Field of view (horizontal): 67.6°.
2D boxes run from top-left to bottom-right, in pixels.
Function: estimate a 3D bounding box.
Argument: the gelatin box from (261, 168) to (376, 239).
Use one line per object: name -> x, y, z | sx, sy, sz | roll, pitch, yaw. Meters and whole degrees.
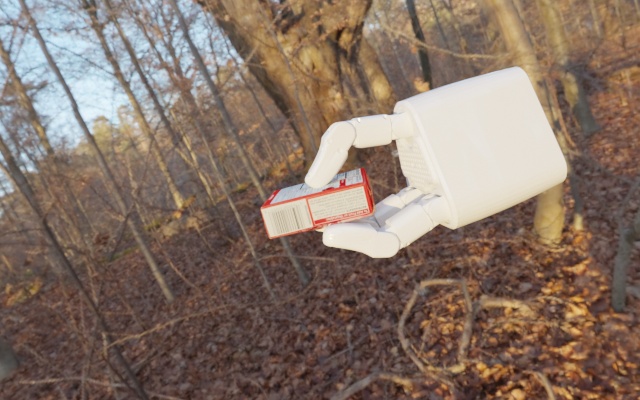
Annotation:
gelatin box -> 0.000, 0.001, 0.408 | 0.089, 0.030, 0.073 | -14, 11, 6
